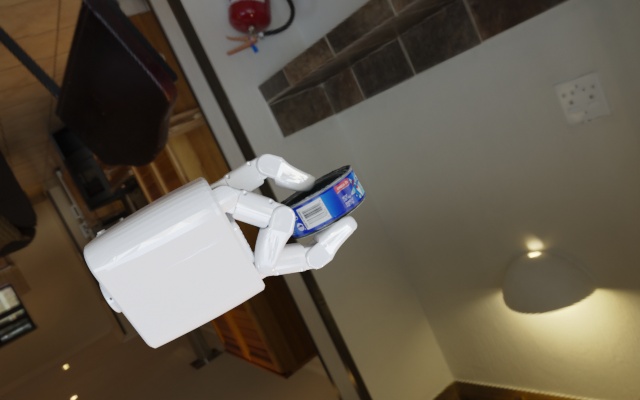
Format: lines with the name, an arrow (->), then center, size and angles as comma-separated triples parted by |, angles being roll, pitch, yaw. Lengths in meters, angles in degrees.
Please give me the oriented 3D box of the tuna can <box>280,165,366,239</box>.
tuna can -> 0.000, 0.002, 0.463 | 0.086, 0.034, 0.086 | -30, 9, 5
